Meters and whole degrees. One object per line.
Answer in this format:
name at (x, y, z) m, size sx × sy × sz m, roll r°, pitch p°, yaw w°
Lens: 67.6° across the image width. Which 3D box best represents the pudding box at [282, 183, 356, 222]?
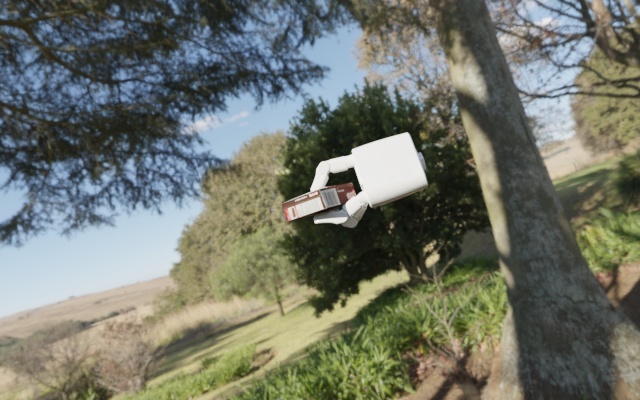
pudding box at (0.000, 0.003, 0.854) m, size 0.090 × 0.039 × 0.113 m, roll -21°, pitch -6°, yaw 34°
